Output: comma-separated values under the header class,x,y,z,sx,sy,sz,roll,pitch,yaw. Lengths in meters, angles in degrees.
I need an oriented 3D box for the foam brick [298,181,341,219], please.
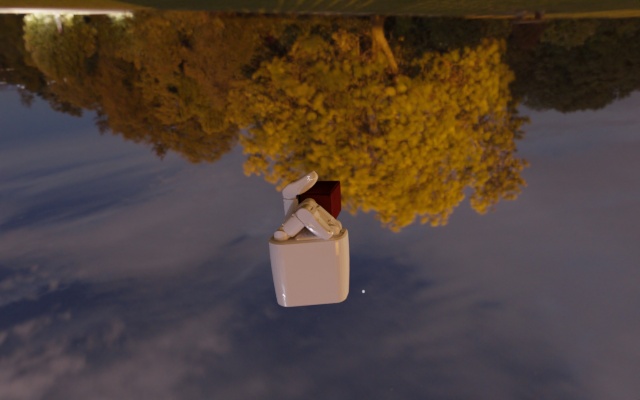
class,x,y,z,sx,sy,sz,roll,pitch,yaw
foam brick,0.000,0.002,0.758,0.053,0.051,0.078,0,17,14
